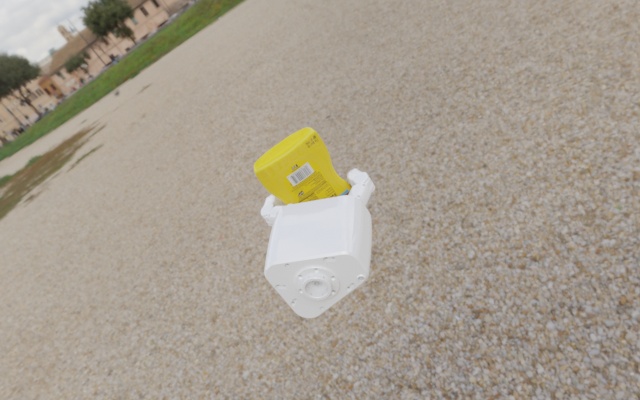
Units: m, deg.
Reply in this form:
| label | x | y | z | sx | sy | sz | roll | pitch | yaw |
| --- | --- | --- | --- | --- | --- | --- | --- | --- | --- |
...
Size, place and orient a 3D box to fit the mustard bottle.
| label | x | y | z | sx | sy | sz | roll | pitch | yaw |
| --- | --- | --- | --- | --- | --- | --- | --- | --- | --- |
| mustard bottle | 0.000 | 0.002 | 0.653 | 0.096 | 0.192 | 0.058 | -36 | 26 | 0 |
